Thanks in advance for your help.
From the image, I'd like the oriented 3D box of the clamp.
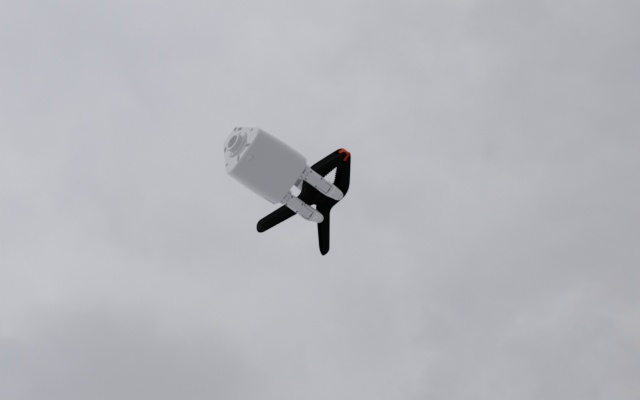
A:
[{"bbox_3d":[0.000,0.002,0.885,0.165,0.210,0.036,32,7,-36],"label":"clamp"}]
